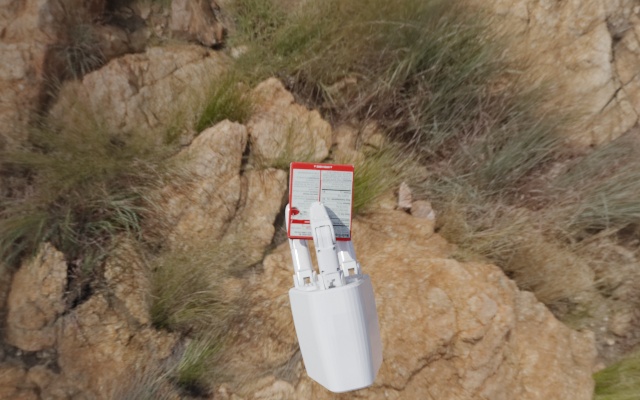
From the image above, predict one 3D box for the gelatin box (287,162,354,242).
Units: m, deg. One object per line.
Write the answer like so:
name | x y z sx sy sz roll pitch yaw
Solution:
gelatin box | 0.000 0.001 0.554 0.073 0.089 0.030 3 0 -3
